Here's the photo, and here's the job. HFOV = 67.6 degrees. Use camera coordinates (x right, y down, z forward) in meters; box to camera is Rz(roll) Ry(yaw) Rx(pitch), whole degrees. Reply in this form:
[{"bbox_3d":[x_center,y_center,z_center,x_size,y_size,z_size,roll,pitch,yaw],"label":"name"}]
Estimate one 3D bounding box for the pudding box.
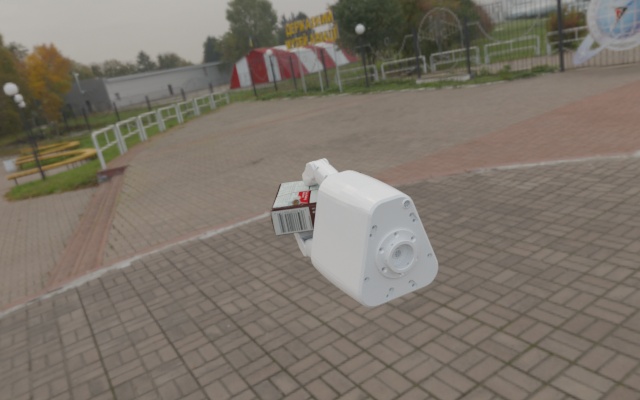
[{"bbox_3d":[0.000,0.002,0.593,0.113,0.039,0.090,-7,21,6],"label":"pudding box"}]
